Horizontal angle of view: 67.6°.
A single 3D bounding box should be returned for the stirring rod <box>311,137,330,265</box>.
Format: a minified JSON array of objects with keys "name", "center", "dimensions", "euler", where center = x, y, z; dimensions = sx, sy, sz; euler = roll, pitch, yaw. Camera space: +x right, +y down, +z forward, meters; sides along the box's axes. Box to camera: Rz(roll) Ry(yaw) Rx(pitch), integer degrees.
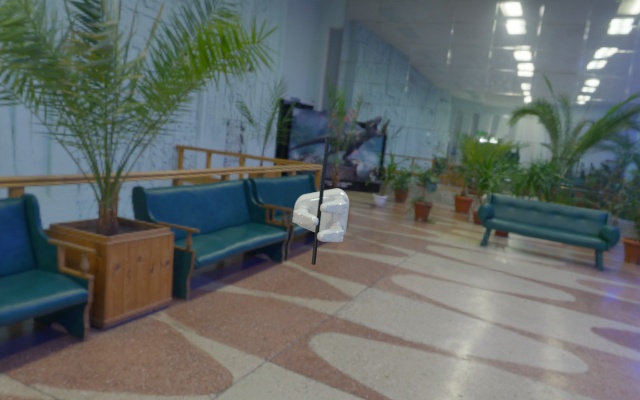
[{"name":"stirring rod","center":[0.000,0.003,0.889],"dimensions":[0.011,0.239,0.011],"euler":[6,8,-1]}]
